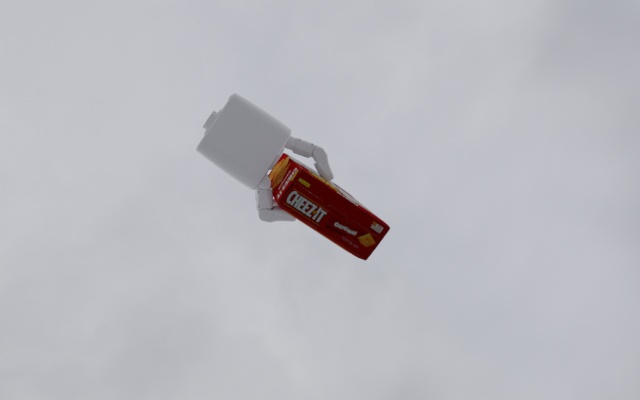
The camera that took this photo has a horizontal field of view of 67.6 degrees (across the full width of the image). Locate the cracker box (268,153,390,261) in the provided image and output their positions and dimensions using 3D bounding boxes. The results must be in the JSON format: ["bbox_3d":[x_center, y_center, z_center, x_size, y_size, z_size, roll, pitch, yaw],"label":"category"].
[{"bbox_3d":[0.000,0.002,0.779,0.164,0.072,0.213,33,4,-16],"label":"cracker box"}]
